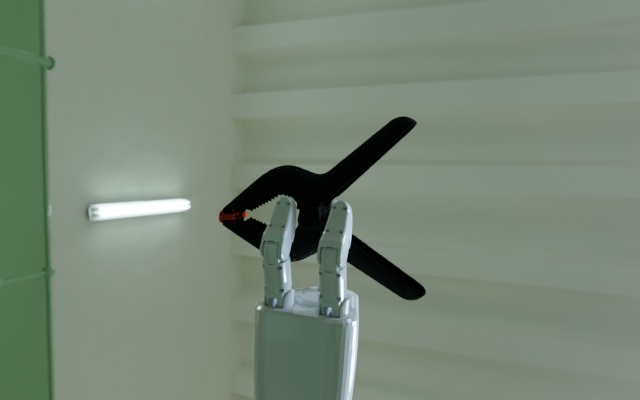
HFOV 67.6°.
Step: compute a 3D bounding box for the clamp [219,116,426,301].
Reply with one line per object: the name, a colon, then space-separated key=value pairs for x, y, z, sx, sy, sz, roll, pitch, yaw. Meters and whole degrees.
clamp: x=0.000 y=0.002 z=0.460 sx=0.210 sy=0.164 sz=0.036 roll=5 pitch=4 yaw=20
